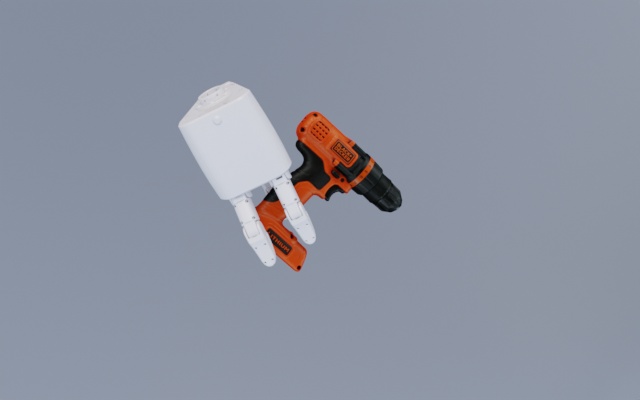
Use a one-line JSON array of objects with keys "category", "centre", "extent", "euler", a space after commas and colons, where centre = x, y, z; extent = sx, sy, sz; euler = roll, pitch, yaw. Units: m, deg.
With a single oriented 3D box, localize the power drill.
[{"category": "power drill", "centre": [0.000, 0.002, 0.651], "extent": [0.184, 0.187, 0.057], "euler": [42, -8, -12]}]
